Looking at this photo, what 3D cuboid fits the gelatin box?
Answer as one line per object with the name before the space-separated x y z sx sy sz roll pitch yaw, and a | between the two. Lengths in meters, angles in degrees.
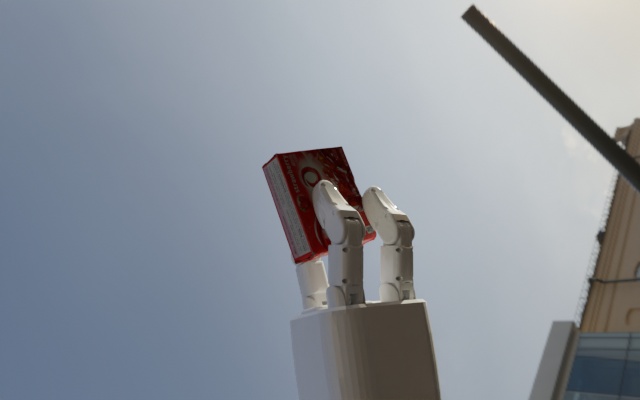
gelatin box | 0.000 0.001 0.403 0.073 0.089 0.030 -12 -13 -40
